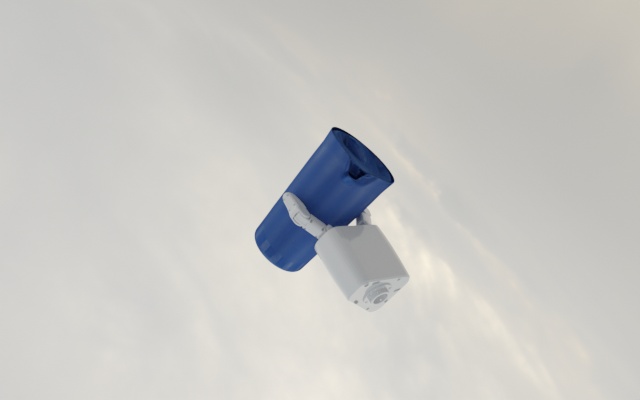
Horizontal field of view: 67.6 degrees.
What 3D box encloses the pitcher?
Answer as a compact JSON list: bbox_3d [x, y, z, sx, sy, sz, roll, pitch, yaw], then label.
[{"bbox_3d":[0.000,0.003,0.815,0.149,0.243,0.145,18,31,-48],"label":"pitcher"}]
